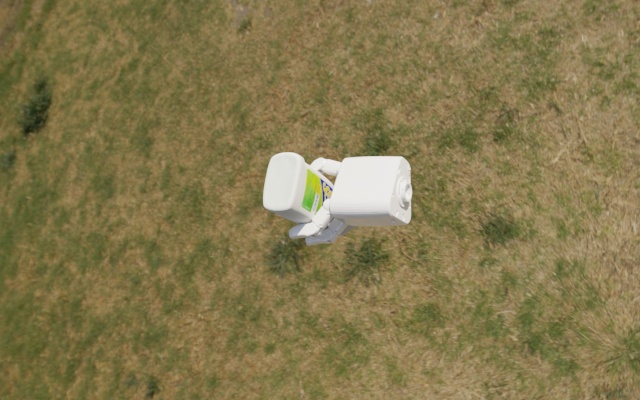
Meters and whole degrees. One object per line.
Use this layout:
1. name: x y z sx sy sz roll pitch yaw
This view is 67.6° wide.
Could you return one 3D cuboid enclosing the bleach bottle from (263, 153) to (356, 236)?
1. bleach bottle: 0.000 0.003 0.859 0.068 0.102 0.251 2 -13 33
